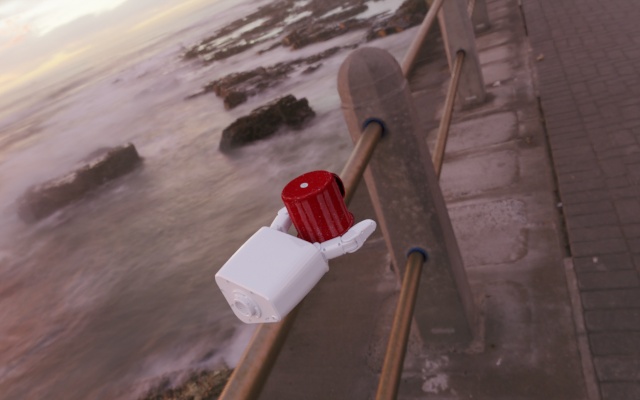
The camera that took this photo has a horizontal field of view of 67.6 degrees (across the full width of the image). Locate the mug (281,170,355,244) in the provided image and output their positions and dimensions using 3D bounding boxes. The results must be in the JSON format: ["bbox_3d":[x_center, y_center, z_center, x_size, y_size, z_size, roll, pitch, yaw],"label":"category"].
[{"bbox_3d":[0.001,0.001,0.708,0.093,0.081,0.117,2,35,41],"label":"mug"}]
